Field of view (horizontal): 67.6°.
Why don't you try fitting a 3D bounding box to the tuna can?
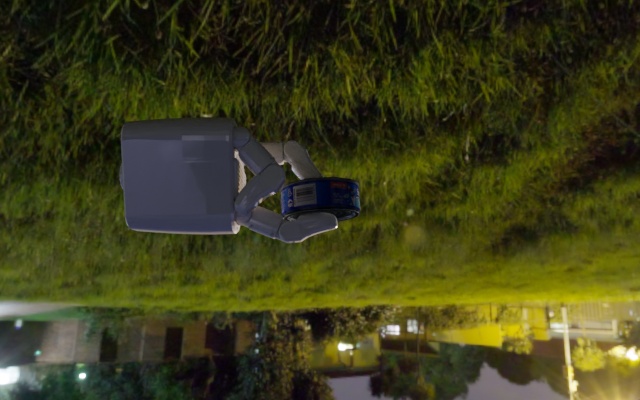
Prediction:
[{"bbox_3d":[0.000,0.002,0.515,0.086,0.033,0.086,-3,-12,-1],"label":"tuna can"}]
